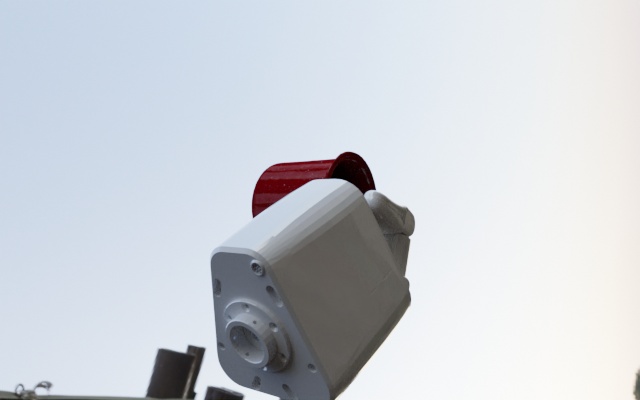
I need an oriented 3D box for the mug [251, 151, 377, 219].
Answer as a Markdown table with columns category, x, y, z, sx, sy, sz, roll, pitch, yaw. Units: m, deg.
| category | x | y | z | sx | sy | sz | roll | pitch | yaw |
| --- | --- | --- | --- | --- | --- | --- | --- | --- | --- |
| mug | 0.001 | 0.001 | 0.432 | 0.081 | 0.093 | 0.117 | 0 | 20 | 34 |
